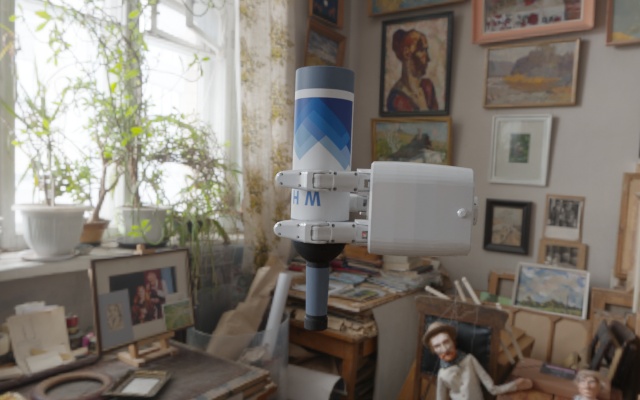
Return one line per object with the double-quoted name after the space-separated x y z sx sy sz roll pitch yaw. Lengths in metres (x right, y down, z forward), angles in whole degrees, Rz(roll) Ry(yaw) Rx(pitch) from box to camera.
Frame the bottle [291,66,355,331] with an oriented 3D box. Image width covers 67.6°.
0.000 0.002 0.548 0.069 0.296 0.069 2 3 0 "bottle"
